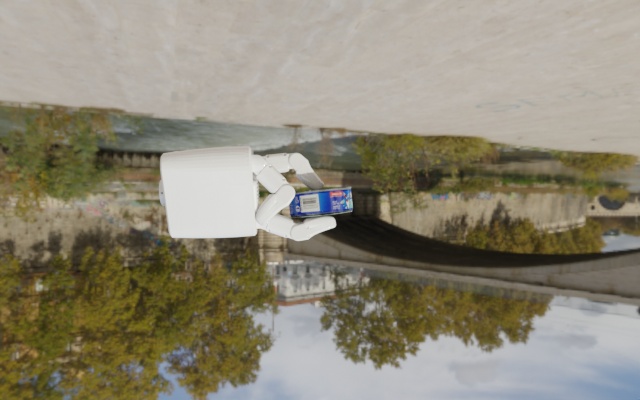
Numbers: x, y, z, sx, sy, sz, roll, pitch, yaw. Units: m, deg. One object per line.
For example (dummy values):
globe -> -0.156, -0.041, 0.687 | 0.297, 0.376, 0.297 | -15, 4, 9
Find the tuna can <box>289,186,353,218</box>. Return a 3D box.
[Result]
tuna can -> 0.000, 0.003, 0.638 | 0.086, 0.034, 0.086 | -6, 0, 0
